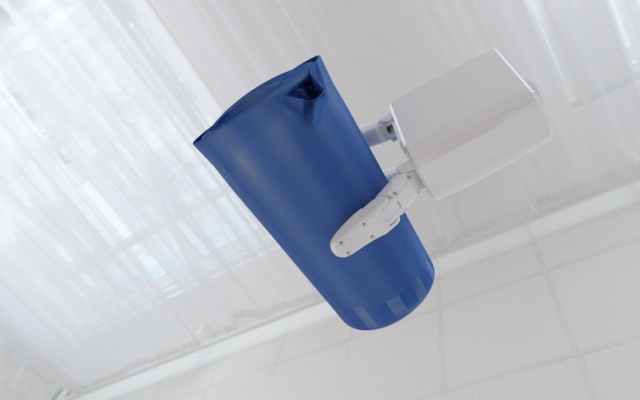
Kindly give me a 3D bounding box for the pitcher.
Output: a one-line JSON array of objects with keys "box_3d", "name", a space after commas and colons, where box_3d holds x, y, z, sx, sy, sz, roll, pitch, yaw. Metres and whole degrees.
[{"box_3d": [0.000, 0.001, 0.456, 0.145, 0.243, 0.149, -29, 19, 15], "name": "pitcher"}]
